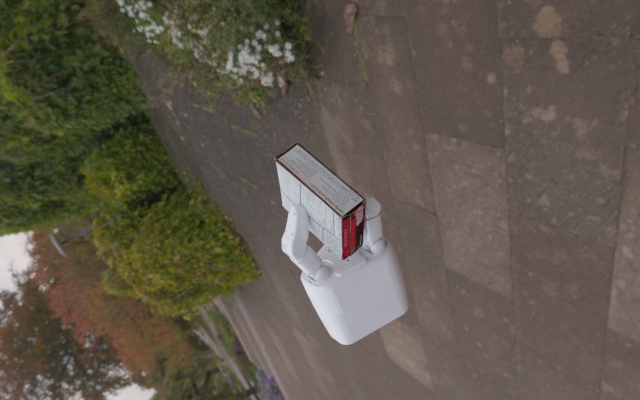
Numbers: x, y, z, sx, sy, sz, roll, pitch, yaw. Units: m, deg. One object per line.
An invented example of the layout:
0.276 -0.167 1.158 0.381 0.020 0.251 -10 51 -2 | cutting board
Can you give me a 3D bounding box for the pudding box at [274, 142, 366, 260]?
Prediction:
0.000 0.002 0.534 0.039 0.090 0.113 -38 61 -23 | pudding box
